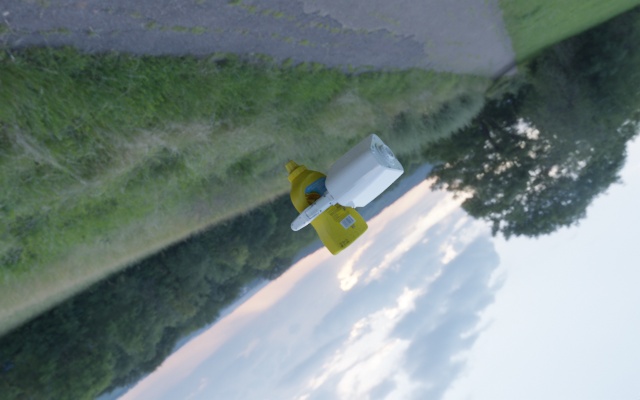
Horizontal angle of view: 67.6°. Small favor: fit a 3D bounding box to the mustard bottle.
[{"bbox_3d":[0.000,0.003,0.892,0.096,0.191,0.058,-36,-4,-41],"label":"mustard bottle"}]
